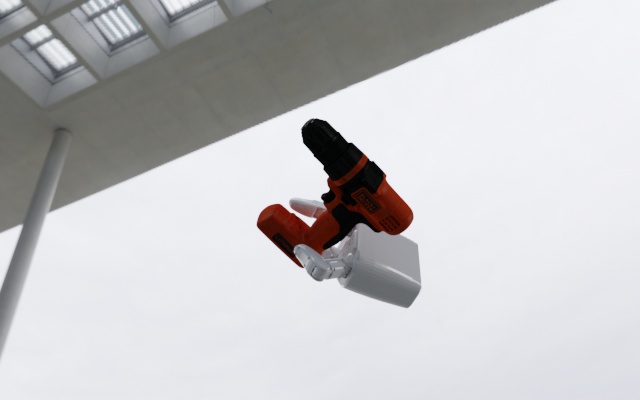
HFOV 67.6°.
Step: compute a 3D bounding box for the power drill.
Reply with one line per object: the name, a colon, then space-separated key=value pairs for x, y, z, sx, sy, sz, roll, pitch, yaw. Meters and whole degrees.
power drill: x=0.000 y=0.002 z=0.628 sx=0.188 sy=0.184 sz=0.057 roll=-34 pitch=16 yaw=37
